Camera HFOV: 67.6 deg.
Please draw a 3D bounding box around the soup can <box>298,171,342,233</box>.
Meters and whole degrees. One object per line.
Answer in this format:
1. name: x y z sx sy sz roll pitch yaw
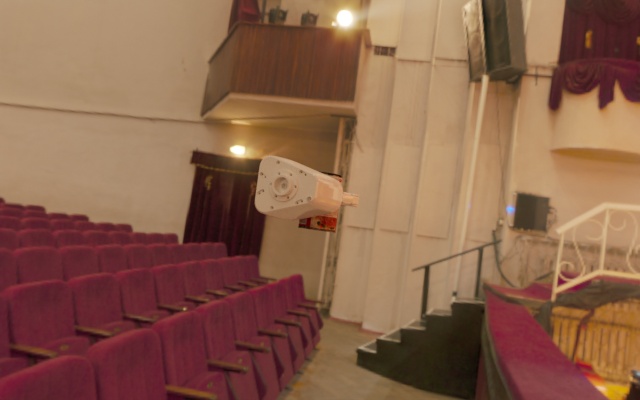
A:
1. soup can: 0.000 0.003 0.852 0.068 0.102 0.068 7 -3 0
